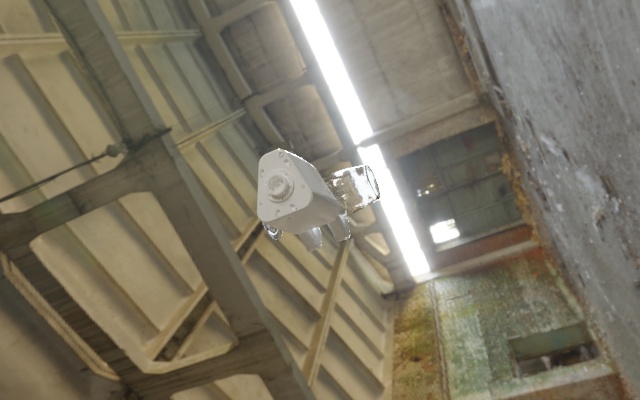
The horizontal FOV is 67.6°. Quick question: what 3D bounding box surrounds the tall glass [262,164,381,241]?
[{"bbox_3d":[0.000,0.003,0.822,0.201,0.079,0.079,-21,-7,17],"label":"tall glass"}]
